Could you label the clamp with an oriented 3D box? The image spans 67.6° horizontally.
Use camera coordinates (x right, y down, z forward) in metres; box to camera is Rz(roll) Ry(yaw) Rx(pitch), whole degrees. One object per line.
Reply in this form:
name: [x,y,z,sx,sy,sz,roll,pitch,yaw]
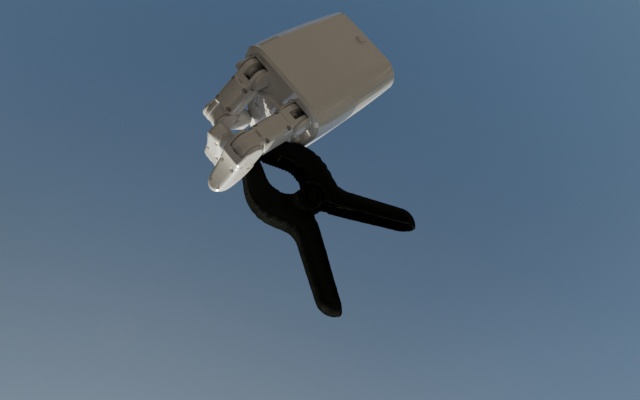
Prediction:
clamp: [0.000,0.002,0.419,0.120,0.171,0.039,-34,-8,-31]
